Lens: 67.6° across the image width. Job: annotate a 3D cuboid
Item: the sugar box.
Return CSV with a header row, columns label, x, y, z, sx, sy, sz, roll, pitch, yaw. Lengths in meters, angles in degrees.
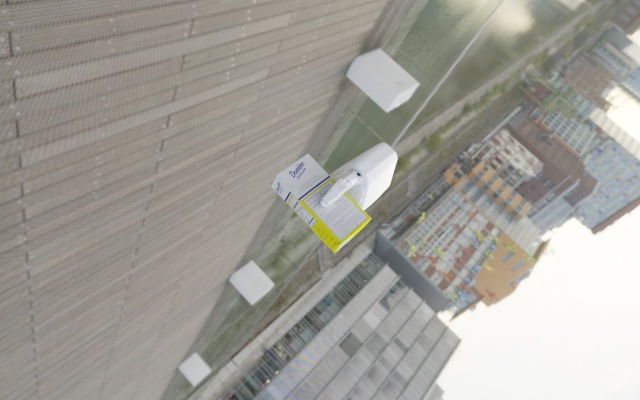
label,x,y,z,sx,sy,sz,roll,pitch,yaw
sugar box,0.000,0.003,0.894,0.093,0.176,0.048,-37,-13,-35
